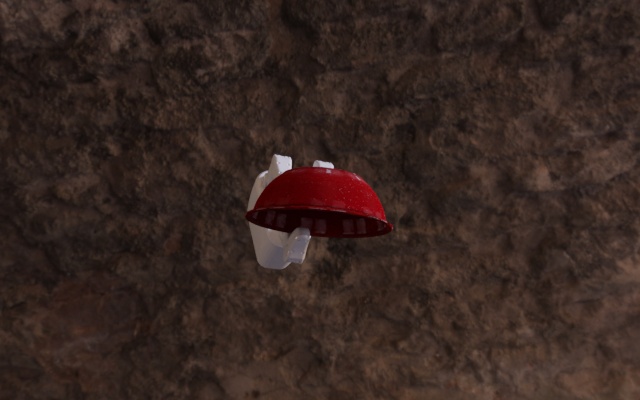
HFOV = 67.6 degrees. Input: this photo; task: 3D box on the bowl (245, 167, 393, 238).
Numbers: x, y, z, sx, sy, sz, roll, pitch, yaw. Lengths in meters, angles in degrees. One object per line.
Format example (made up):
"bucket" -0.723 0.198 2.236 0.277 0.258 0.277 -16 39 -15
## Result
"bowl" 0.001 0.001 0.529 0.162 0.055 0.162 5 -13 1
